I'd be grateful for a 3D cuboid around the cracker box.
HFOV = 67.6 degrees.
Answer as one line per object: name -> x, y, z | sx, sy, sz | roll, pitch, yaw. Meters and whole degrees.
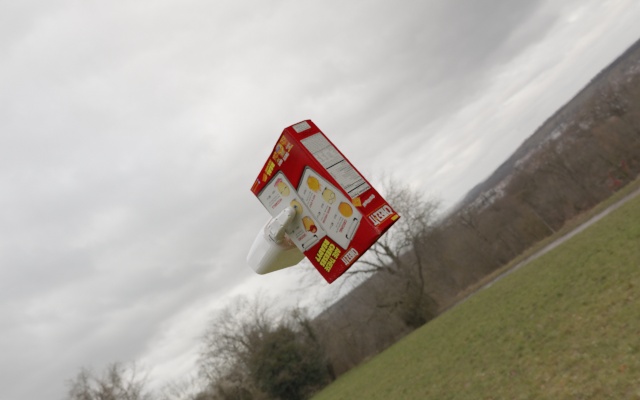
cracker box -> 0.000, 0.002, 0.762 | 0.072, 0.213, 0.164 | -32, -15, -43
